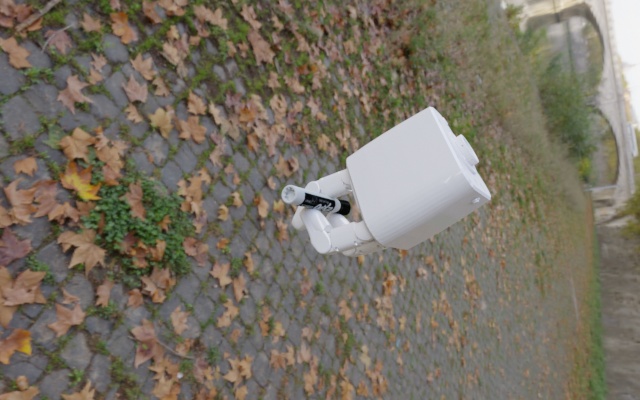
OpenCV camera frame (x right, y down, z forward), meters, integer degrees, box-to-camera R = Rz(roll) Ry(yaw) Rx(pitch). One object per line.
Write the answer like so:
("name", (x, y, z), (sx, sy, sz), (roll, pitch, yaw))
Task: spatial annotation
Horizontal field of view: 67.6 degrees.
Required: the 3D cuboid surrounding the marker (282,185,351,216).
("marker", (0.000, 0.002, 0.523), (0.020, 0.020, 0.121), (0, -8, 32))
